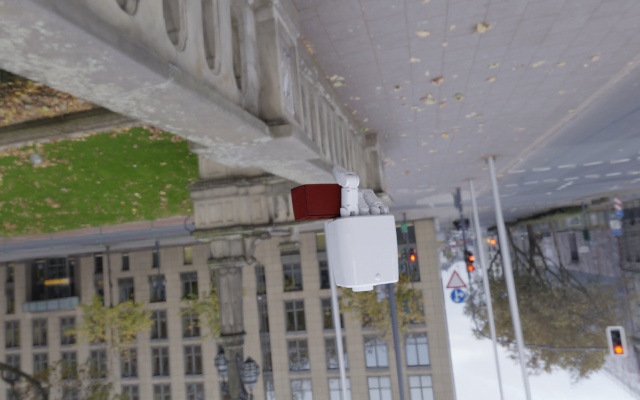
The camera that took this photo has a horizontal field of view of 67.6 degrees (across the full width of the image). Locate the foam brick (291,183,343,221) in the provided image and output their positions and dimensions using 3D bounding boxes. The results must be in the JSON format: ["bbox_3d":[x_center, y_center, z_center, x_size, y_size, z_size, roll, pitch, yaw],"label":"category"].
[{"bbox_3d":[0.000,0.002,0.752,0.078,0.051,0.053,-2,-7,-26],"label":"foam brick"}]
